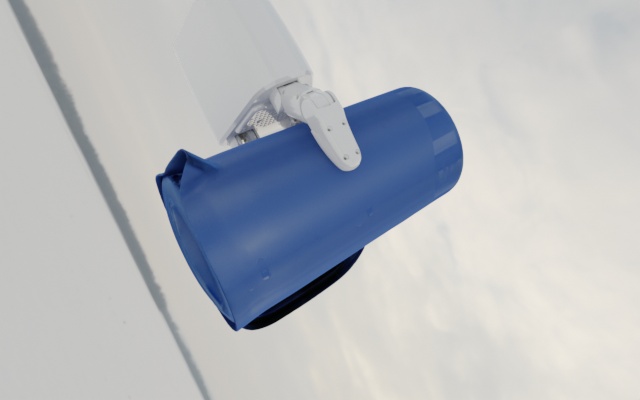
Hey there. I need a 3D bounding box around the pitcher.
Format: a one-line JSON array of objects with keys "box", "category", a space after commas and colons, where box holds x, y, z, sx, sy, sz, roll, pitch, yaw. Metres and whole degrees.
[{"box": [0.000, 0.001, 0.411, 0.243, 0.145, 0.149, -27, -7, -21], "category": "pitcher"}]
